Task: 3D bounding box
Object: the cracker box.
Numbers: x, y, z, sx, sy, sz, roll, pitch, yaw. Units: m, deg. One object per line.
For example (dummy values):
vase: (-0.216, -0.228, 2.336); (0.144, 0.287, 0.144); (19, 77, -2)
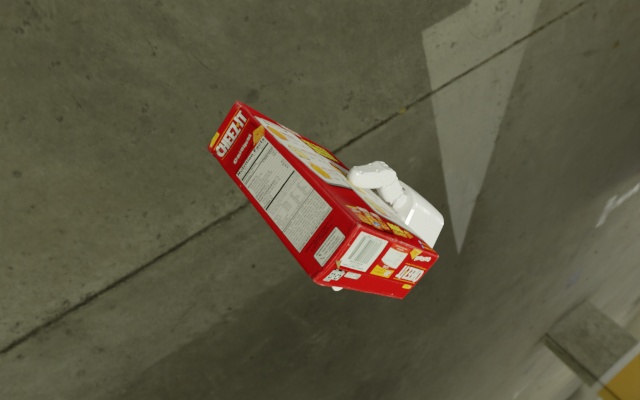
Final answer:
cracker box: (0.000, 0.002, 0.499); (0.164, 0.072, 0.213); (22, 19, -51)
